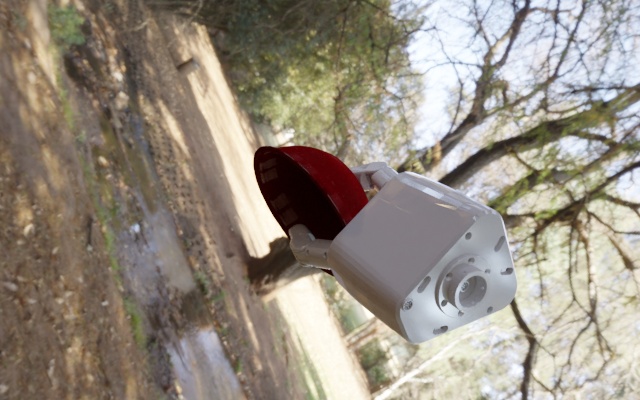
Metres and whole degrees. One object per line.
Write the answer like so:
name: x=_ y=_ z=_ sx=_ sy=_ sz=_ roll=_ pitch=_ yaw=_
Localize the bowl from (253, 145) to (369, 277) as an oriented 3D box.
bowl: x=0.000 y=0.001 z=0.496 sx=0.055 sy=0.162 sz=0.162 roll=-37 pitch=16 yaw=-24
